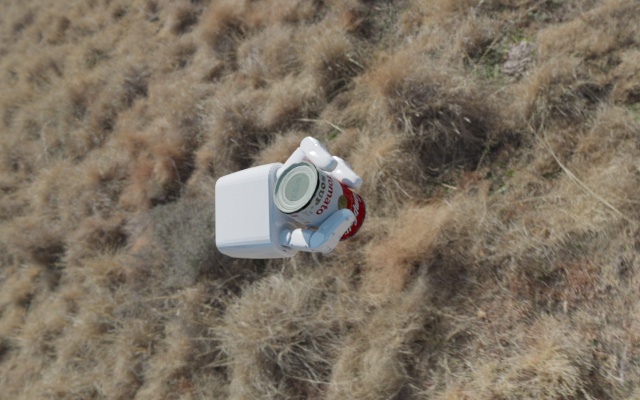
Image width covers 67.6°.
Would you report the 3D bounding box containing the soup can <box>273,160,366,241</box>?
[{"bbox_3d":[0.000,0.002,0.578,0.068,0.068,0.102,0,-22,39],"label":"soup can"}]
